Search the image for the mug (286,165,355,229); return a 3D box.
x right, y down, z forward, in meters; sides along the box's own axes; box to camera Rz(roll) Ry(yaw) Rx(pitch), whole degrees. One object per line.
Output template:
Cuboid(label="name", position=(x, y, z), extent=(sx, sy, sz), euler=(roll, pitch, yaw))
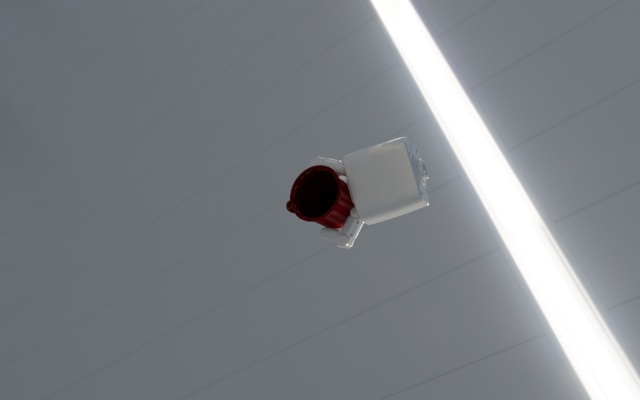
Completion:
Cuboid(label="mug", position=(-0.001, 0.003, 0.785), extent=(0.117, 0.093, 0.081), euler=(-18, -24, 25))
